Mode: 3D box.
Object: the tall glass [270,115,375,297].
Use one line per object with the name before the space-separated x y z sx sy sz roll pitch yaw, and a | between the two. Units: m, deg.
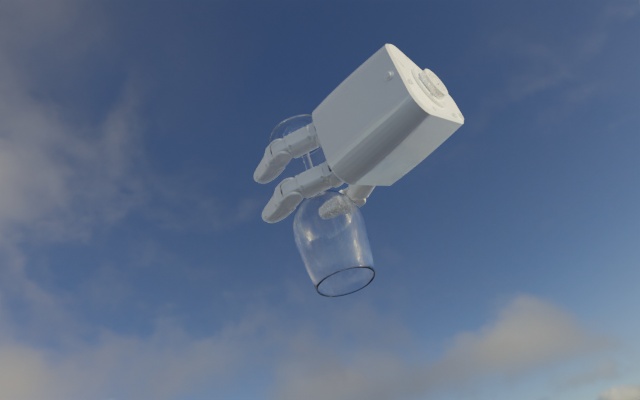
tall glass | 0.000 0.001 0.525 0.079 0.201 0.079 -12 -33 -8
